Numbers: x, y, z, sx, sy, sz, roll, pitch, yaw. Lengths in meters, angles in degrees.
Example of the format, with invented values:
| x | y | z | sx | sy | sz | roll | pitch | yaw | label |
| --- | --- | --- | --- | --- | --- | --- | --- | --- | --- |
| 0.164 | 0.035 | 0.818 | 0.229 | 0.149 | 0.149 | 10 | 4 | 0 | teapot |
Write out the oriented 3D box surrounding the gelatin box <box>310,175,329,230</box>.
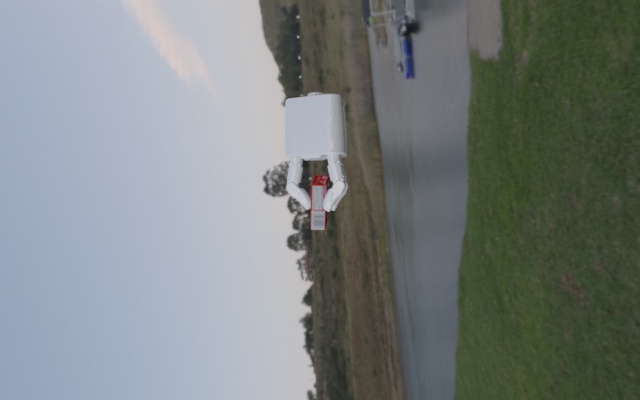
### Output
| x | y | z | sx | sy | sz | roll | pitch | yaw | label |
| --- | --- | --- | --- | --- | --- | --- | --- | --- | --- |
| 0.000 | 0.003 | 0.889 | 0.030 | 0.089 | 0.073 | 2 | 15 | 5 | gelatin box |
